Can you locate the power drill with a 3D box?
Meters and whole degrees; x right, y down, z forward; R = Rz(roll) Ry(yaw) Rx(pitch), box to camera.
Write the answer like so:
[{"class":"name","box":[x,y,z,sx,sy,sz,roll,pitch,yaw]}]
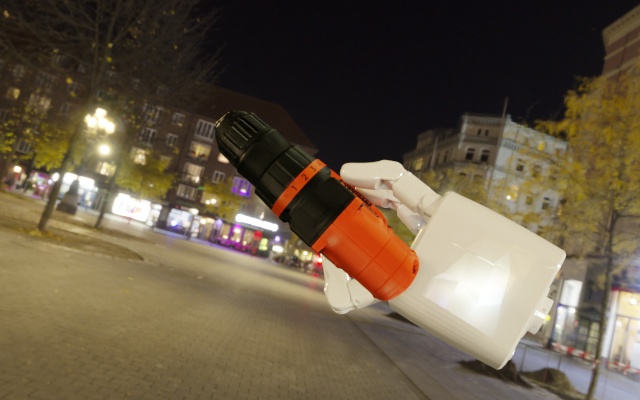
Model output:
[{"class":"power drill","box":[0.000,0.002,0.420,0.184,0.057,0.187,44,5,4]}]
